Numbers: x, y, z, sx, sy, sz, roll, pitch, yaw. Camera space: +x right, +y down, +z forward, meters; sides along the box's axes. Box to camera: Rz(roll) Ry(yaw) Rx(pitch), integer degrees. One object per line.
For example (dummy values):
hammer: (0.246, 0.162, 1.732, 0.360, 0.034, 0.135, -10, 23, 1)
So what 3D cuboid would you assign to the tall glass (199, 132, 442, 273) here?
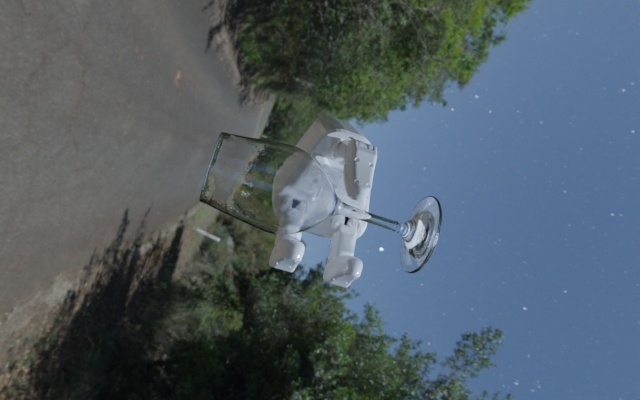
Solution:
tall glass: (0.001, 0.002, 0.422, 0.201, 0.079, 0.079, 18, -4, -12)
